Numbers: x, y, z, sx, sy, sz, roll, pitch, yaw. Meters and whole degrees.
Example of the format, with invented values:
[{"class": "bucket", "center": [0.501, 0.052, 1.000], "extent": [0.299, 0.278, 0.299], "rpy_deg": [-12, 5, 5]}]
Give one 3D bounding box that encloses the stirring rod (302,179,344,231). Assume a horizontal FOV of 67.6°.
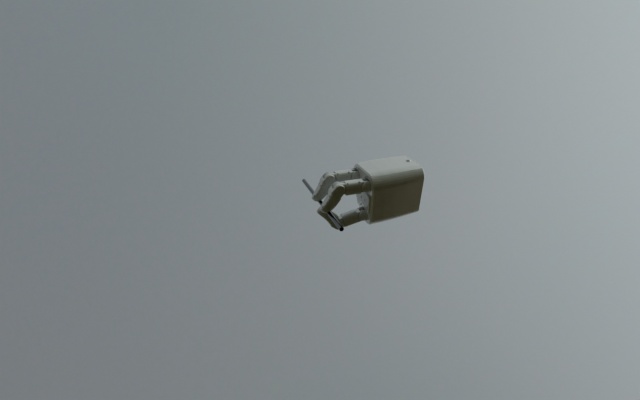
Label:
[{"class": "stirring rod", "center": [0.000, 0.003, 0.895], "extent": [0.011, 0.011, 0.239], "rpy_deg": [0, 22, -18]}]
